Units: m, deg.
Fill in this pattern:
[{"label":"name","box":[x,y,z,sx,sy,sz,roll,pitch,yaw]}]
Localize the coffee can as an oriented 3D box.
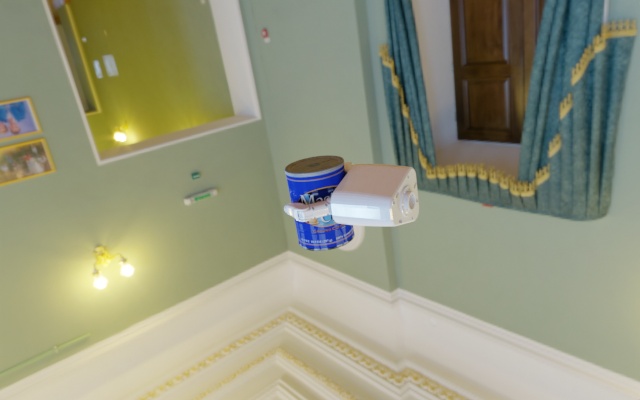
[{"label":"coffee can","box":[0.000,0.003,0.833,0.103,0.140,0.102,-9,19,3]}]
